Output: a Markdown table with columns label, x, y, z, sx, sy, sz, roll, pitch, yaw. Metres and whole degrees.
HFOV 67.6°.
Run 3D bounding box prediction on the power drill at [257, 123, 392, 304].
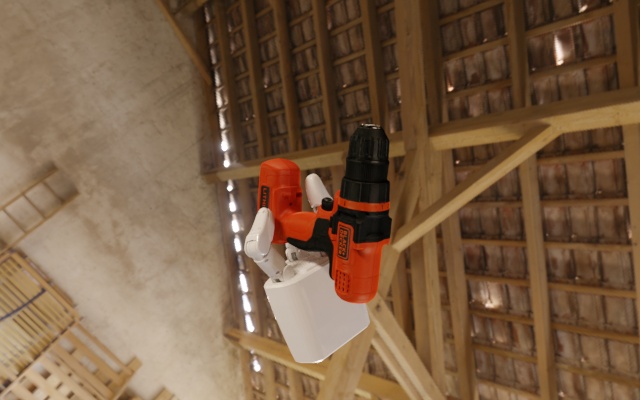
| label | x | y | z | sx | sy | sz | roll | pitch | yaw |
| --- | --- | --- | --- | --- | --- | --- | --- | --- | --- |
| power drill | 0.000 | 0.002 | 0.534 | 0.057 | 0.184 | 0.187 | -3 | 13 | -38 |
